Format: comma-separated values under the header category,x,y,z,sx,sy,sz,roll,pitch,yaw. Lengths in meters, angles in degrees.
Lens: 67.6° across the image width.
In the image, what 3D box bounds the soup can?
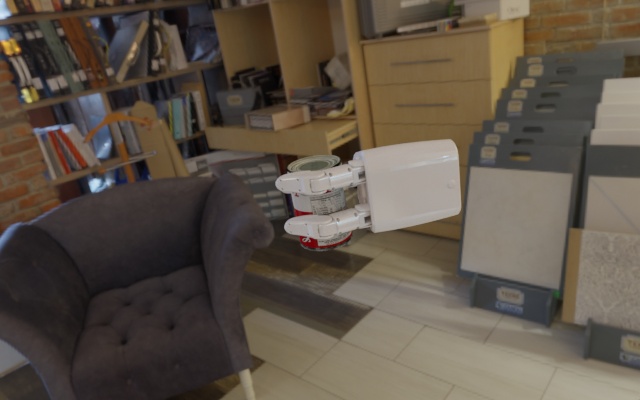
category,x,y,z,sx,sy,sz,roll,pitch,yaw
soup can,0.000,0.002,0.589,0.068,0.102,0.068,-8,21,3
